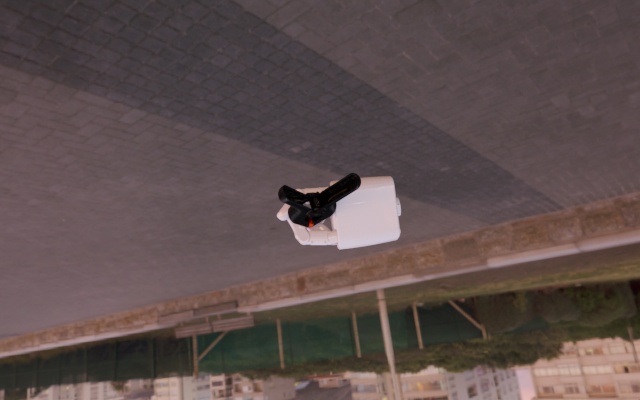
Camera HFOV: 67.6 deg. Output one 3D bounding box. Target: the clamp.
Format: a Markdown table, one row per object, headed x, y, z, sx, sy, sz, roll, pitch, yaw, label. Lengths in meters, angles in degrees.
| x | y | z | sx | sy | sz | roll | pitch | yaw | label |
| --- | --- | --- | --- | --- | --- | --- | --- | --- | --- |
| 0.000 | 0.003 | 0.739 | 0.120 | 0.039 | 0.171 | -8 | -16 | -2 | clamp |
